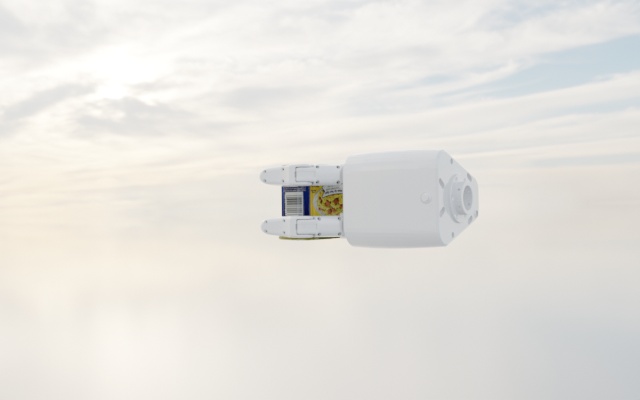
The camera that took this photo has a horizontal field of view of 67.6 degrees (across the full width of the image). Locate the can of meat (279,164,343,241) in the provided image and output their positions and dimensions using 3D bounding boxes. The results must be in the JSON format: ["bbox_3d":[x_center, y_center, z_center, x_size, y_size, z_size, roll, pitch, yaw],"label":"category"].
[{"bbox_3d":[0.000,0.001,0.557,0.057,0.084,0.102,-1,-1,44],"label":"can of meat"}]
